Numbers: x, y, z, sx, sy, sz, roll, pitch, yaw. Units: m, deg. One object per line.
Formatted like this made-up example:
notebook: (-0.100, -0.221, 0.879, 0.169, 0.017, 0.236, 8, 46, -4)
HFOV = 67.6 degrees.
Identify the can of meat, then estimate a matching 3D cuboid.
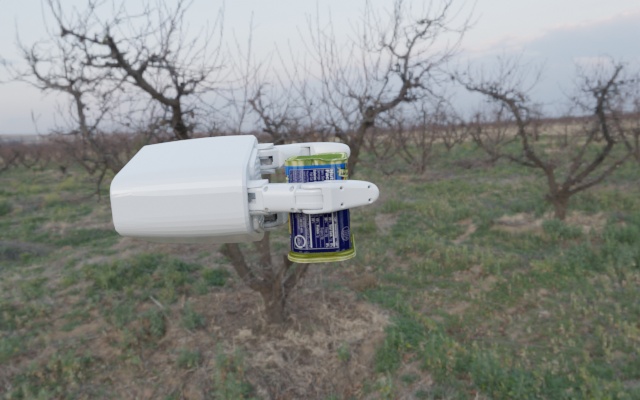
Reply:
can of meat: (0.000, 0.001, 0.426, 0.057, 0.084, 0.102, -3, 8, 3)
